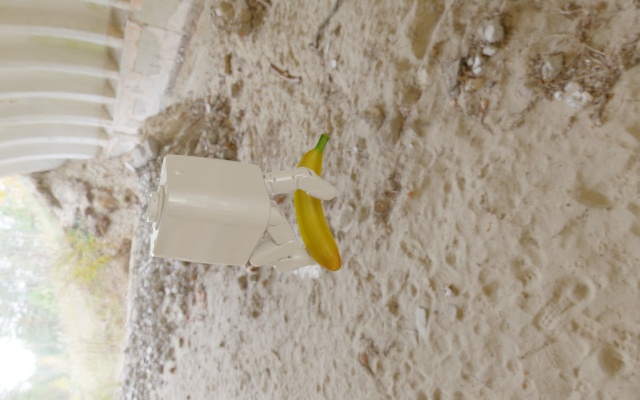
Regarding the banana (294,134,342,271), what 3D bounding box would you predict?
[{"bbox_3d":[-0.008,0.008,0.620,0.037,0.197,0.070,8,-32,-24],"label":"banana"}]
